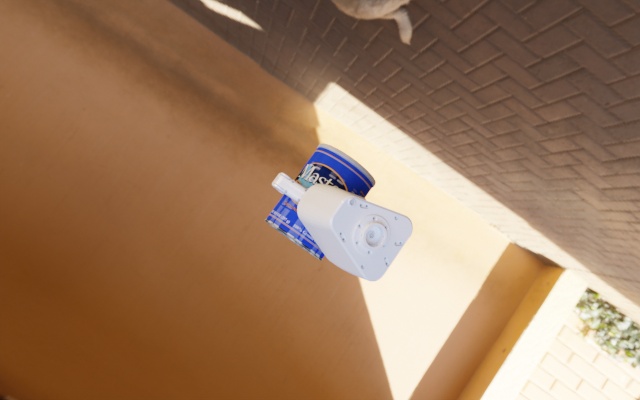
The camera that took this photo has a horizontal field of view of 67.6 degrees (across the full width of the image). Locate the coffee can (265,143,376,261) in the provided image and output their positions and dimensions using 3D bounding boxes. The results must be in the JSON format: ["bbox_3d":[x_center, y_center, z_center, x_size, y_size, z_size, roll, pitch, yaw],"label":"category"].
[{"bbox_3d":[0.000,0.002,0.703,0.103,0.140,0.103,35,-7,5],"label":"coffee can"}]
